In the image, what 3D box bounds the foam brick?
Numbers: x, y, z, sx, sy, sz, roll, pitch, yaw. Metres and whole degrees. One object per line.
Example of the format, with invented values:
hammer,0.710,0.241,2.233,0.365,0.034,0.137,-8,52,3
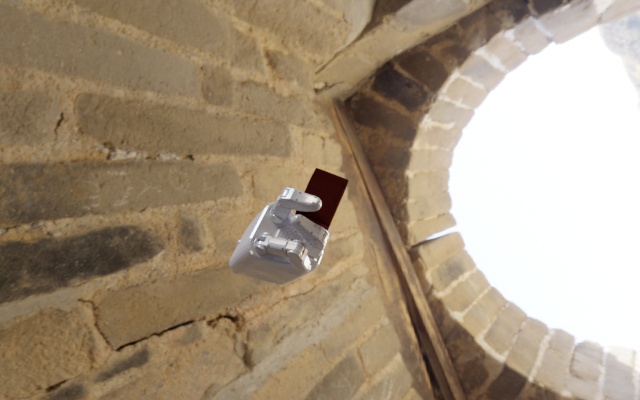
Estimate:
foam brick,0.000,0.002,0.697,0.053,0.078,0.051,23,-23,4
